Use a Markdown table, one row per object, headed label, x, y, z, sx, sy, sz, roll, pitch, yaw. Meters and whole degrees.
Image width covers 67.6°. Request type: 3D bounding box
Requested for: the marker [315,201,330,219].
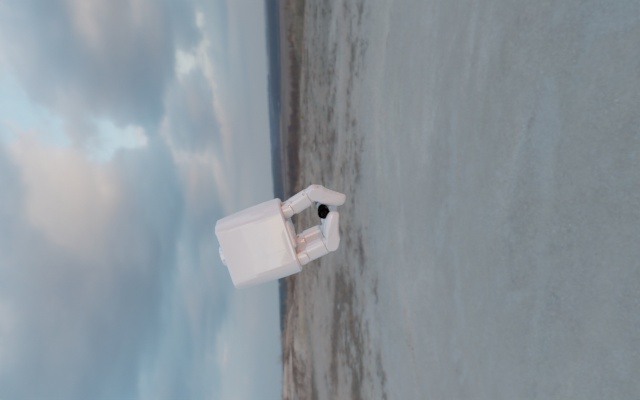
| label | x | y | z | sx | sy | sz | roll | pitch | yaw |
| --- | --- | --- | --- | --- | --- | --- | --- | --- | --- |
| marker | 0.000 | 0.002 | 0.772 | 0.020 | 0.020 | 0.121 | 0 | 19 | -6 |
